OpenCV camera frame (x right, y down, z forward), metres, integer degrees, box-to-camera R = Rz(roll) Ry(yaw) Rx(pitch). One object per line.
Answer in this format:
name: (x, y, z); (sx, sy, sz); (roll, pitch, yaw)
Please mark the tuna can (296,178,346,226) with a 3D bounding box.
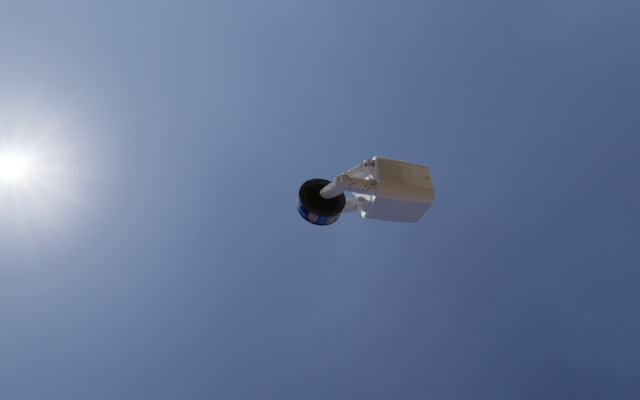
tuna can: (0.000, 0.003, 0.856); (0.086, 0.086, 0.034); (0, -40, -18)
